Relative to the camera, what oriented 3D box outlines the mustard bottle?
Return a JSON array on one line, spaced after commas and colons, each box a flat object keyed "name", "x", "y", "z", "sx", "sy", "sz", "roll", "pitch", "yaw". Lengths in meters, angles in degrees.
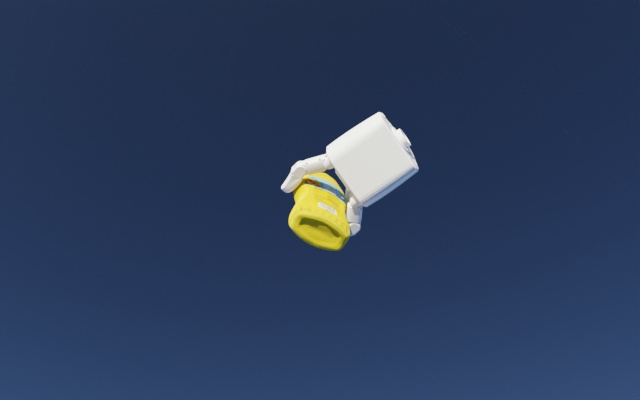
[{"name": "mustard bottle", "x": 0.000, "y": 0.003, "z": 0.807, "sx": 0.096, "sy": 0.058, "sz": 0.191, "roll": 25, "pitch": 27, "yaw": -12}]
